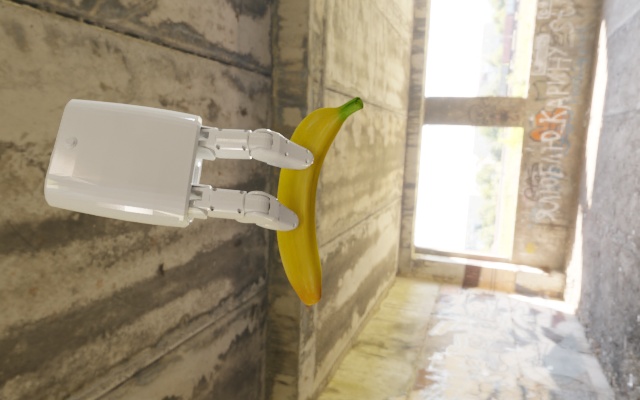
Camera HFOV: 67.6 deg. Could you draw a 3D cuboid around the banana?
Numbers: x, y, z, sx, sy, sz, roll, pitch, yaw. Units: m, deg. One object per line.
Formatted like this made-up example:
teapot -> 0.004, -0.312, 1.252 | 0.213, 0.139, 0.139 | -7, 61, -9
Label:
banana -> -0.012, -0.004, 0.454 | 0.069, 0.198, 0.037 | 11, -1, 45
